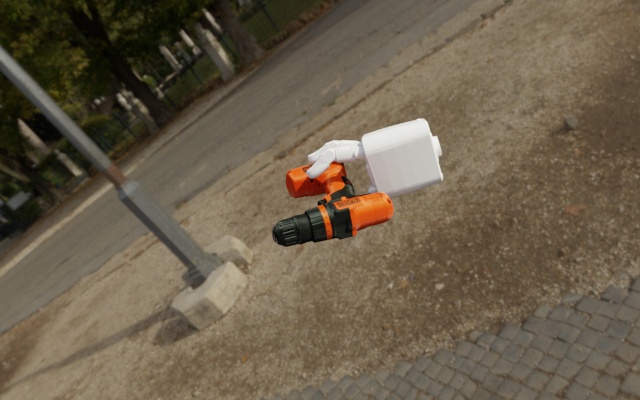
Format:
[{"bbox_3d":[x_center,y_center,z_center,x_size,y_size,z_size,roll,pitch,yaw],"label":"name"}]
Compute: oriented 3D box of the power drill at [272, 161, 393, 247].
[{"bbox_3d":[0.000,0.002,0.763,0.184,0.057,0.187,-13,29,-12],"label":"power drill"}]
